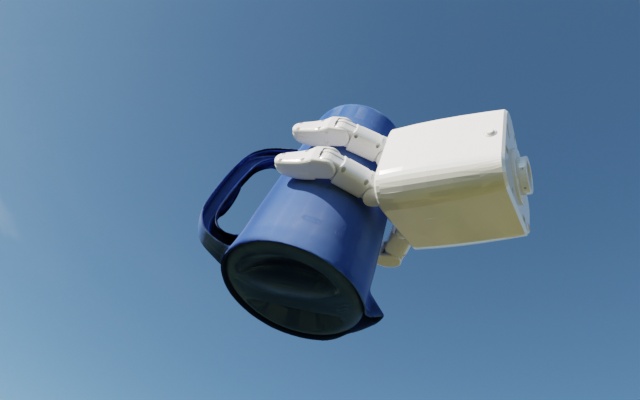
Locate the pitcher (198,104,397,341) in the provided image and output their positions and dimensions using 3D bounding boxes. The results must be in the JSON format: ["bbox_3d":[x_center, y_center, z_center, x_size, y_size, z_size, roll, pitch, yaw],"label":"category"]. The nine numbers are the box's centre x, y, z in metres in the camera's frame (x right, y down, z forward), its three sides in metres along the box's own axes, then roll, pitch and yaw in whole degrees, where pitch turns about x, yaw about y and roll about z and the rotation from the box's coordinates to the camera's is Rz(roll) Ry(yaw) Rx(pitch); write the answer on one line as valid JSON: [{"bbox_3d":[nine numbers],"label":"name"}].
[{"bbox_3d":[0.000,0.002,0.488,0.145,0.149,0.242,-9,37,30],"label":"pitcher"}]
